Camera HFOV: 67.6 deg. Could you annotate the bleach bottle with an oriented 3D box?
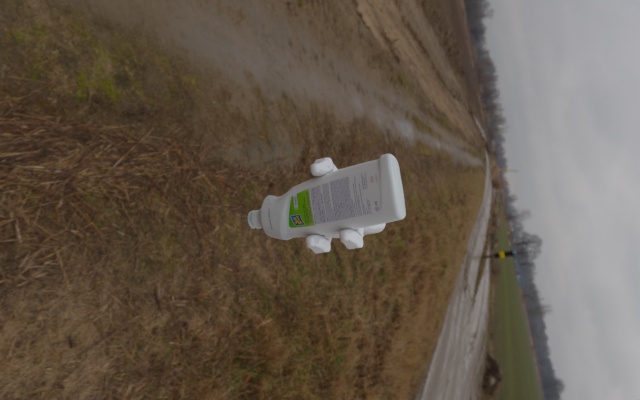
[{"bbox_3d":[0.000,0.003,0.747,0.251,0.102,0.068,-11,-11,21],"label":"bleach bottle"}]
